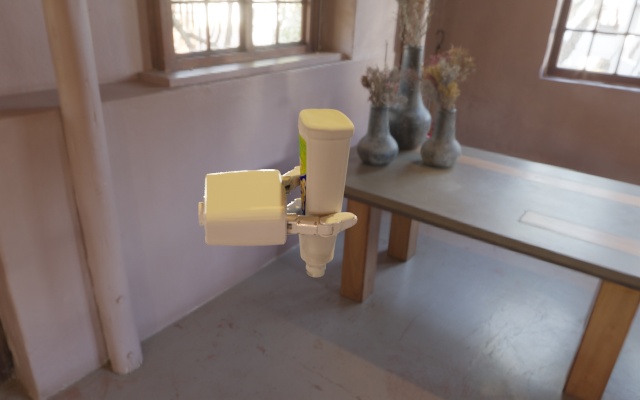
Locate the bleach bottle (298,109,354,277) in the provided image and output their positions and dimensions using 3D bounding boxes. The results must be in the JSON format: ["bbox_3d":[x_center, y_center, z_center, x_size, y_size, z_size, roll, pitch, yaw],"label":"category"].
[{"bbox_3d":[0.000,0.002,0.687,0.068,0.251,0.102,-2,25,-11],"label":"bleach bottle"}]
